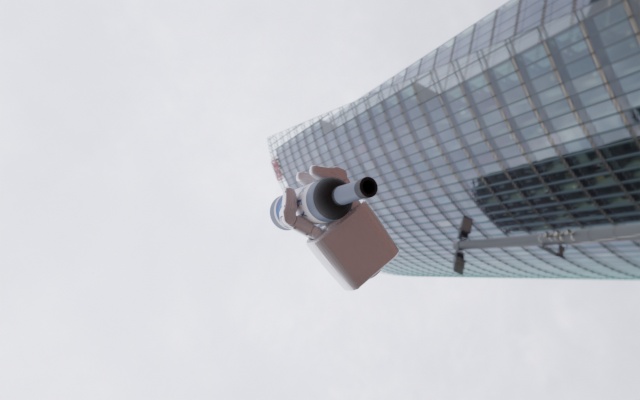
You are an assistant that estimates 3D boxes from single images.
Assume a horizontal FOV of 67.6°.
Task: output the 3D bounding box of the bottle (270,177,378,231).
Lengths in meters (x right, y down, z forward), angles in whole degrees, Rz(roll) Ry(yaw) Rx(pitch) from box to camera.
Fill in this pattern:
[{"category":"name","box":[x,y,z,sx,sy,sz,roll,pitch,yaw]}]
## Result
[{"category":"bottle","box":[0.000,0.002,0.749,0.069,0.069,0.296,0,-8,-25]}]
